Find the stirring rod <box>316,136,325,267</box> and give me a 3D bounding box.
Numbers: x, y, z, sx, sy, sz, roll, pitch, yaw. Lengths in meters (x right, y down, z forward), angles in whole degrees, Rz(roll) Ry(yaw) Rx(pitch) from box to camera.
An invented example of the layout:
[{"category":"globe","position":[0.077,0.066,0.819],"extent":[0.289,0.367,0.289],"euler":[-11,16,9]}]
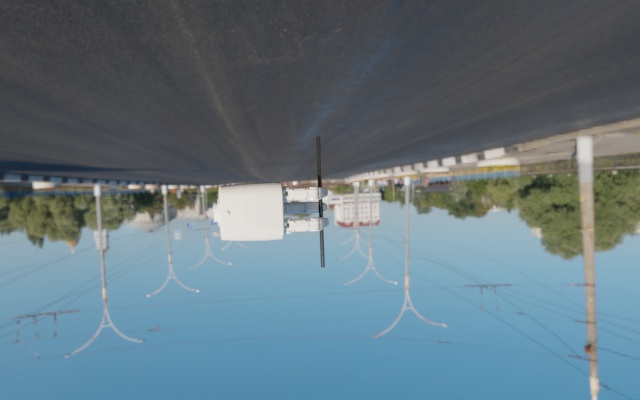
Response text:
[{"category":"stirring rod","position":[0.000,0.003,0.878],"extent":[0.011,0.239,0.011],"euler":[-2,2,0]}]
